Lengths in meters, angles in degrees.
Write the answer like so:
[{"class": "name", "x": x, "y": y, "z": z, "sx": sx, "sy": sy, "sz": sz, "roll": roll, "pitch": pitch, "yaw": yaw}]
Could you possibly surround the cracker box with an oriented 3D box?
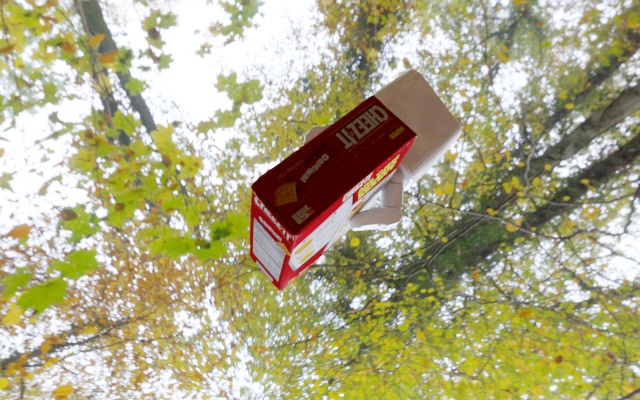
[{"class": "cracker box", "x": 0.000, "y": 0.002, "z": 0.536, "sx": 0.164, "sy": 0.072, "sz": 0.214, "roll": -40, "pitch": -13, "yaw": -22}]
